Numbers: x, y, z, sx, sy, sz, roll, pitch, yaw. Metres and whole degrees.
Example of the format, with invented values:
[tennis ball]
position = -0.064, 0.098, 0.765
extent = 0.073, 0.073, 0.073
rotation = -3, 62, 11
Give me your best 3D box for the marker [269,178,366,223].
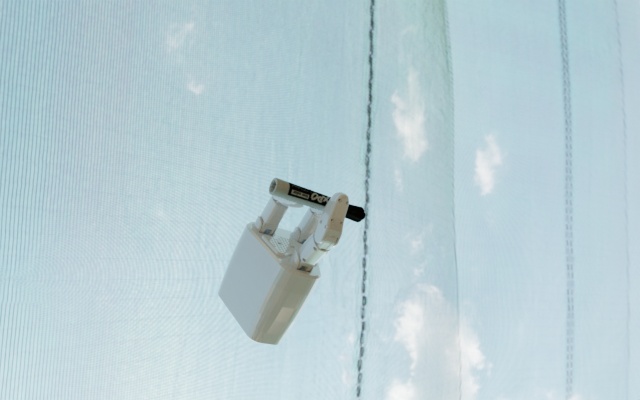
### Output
[marker]
position = 0.000, 0.002, 0.528
extent = 0.121, 0.020, 0.020
rotation = 19, -10, -30
